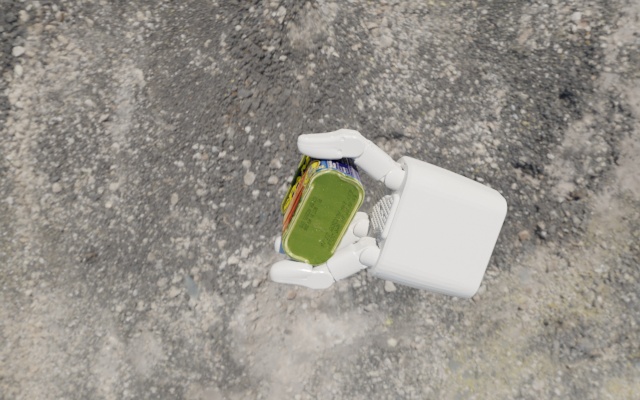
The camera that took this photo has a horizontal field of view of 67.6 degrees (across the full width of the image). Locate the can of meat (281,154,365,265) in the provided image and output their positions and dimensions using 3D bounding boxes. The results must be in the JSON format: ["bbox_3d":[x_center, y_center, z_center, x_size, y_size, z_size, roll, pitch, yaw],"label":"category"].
[{"bbox_3d":[0.000,0.002,0.467,0.057,0.102,0.084,21,22,-12],"label":"can of meat"}]
